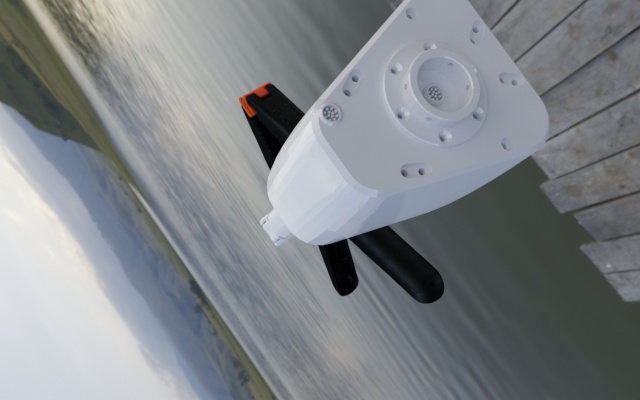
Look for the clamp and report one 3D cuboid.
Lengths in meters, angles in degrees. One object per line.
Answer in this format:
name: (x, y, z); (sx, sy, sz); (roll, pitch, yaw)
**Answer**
clamp: (-0.001, 0.001, 0.401); (0.036, 0.210, 0.164); (-35, -3, -22)
